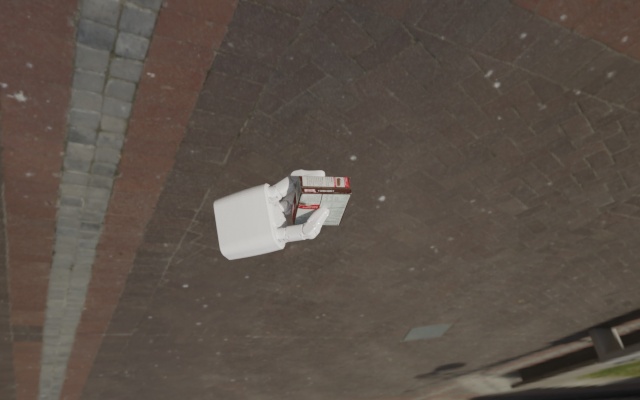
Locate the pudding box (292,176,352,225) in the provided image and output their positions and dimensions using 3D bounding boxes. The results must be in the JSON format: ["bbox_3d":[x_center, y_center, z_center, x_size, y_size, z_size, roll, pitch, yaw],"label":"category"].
[{"bbox_3d":[0.000,0.003,0.843,0.090,0.039,0.114,0,-31,-11],"label":"pudding box"}]
